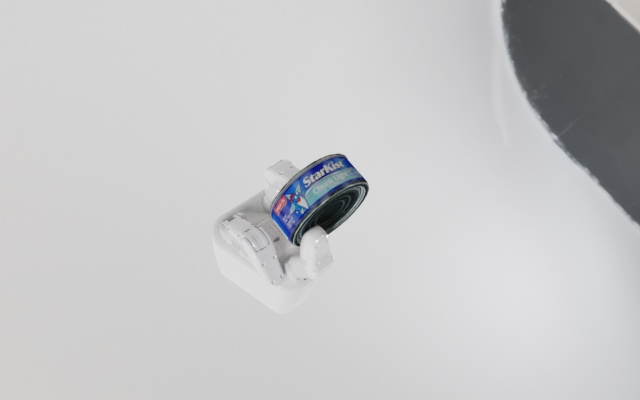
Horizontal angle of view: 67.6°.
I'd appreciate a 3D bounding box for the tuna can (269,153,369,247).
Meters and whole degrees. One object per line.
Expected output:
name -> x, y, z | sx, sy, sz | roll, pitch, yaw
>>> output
tuna can -> 0.000, 0.002, 0.413 | 0.086, 0.033, 0.086 | -34, -20, -14
